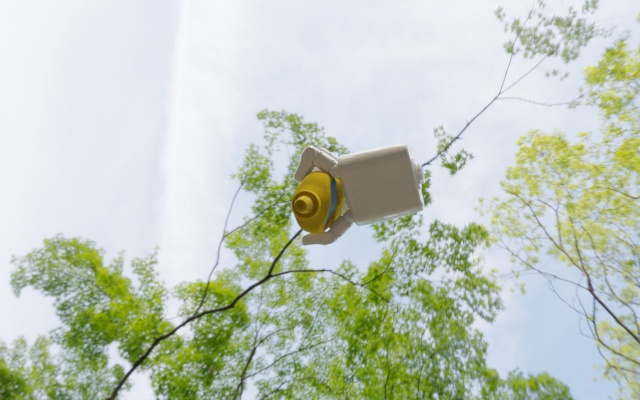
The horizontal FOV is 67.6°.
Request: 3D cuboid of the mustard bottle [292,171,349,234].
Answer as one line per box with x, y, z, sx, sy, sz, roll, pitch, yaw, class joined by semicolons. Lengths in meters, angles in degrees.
0.000;0.002;0.744;0.058;0.096;0.191;13;6;15;mustard bottle
